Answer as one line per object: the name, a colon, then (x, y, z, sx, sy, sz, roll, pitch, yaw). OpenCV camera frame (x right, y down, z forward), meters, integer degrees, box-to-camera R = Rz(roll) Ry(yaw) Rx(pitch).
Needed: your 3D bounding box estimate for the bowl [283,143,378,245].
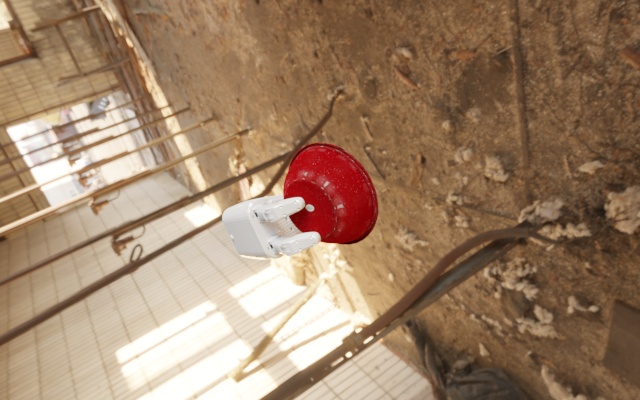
bowl: (0.001, 0.002, 0.681, 0.162, 0.162, 0.055, 0, 23, 39)
